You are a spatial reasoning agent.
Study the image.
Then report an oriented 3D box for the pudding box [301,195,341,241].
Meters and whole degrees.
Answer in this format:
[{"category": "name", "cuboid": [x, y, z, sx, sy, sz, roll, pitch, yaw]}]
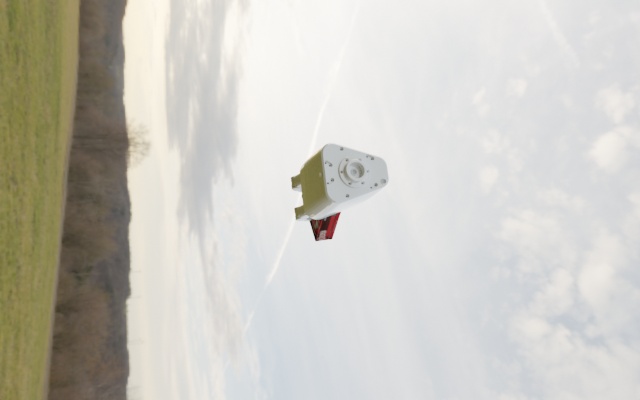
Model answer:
[{"category": "pudding box", "cuboid": [0.000, 0.003, 0.861, 0.039, 0.113, 0.090, -3, -40, -17]}]
